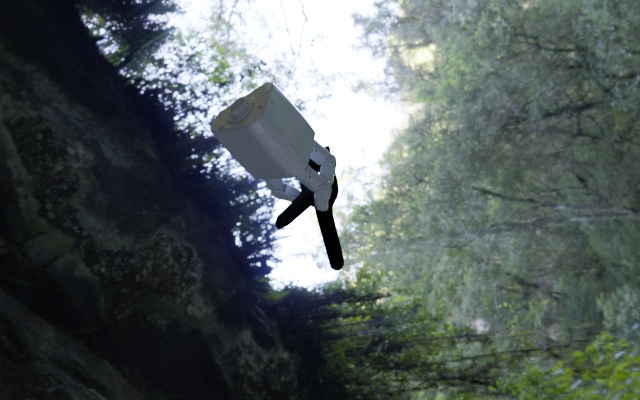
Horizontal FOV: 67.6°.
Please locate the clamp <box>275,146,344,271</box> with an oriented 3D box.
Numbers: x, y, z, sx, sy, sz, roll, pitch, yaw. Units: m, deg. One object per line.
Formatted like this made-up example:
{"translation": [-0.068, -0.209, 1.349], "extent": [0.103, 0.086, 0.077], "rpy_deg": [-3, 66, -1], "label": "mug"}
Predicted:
{"translation": [-0.001, 0.002, 0.789], "extent": [0.036, 0.209, 0.165], "rpy_deg": [-15, -45, 30], "label": "clamp"}
